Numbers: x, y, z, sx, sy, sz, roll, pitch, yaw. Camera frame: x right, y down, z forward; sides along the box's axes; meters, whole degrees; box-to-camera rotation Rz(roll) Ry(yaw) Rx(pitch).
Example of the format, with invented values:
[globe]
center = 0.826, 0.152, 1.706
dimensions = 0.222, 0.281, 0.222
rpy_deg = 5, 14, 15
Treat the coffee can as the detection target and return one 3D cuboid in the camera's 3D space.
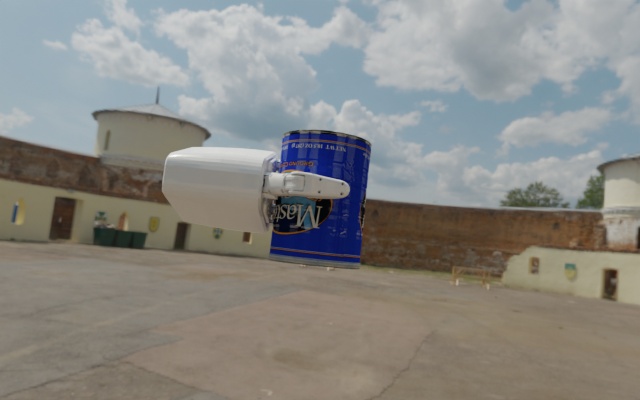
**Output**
[coffee can]
center = 0.000, 0.002, 0.536
dimensions = 0.103, 0.140, 0.103
rpy_deg = 6, -6, 1
